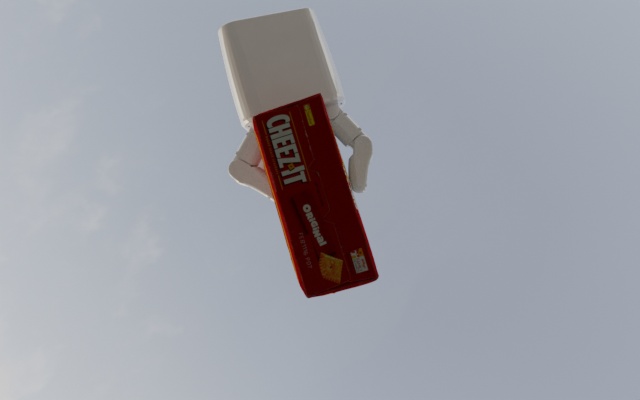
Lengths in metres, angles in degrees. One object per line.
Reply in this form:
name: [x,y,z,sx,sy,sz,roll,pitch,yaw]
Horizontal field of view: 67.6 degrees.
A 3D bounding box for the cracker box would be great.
cracker box: [0.000,0.002,0.498,0.072,0.164,0.214,-18,-4,3]
